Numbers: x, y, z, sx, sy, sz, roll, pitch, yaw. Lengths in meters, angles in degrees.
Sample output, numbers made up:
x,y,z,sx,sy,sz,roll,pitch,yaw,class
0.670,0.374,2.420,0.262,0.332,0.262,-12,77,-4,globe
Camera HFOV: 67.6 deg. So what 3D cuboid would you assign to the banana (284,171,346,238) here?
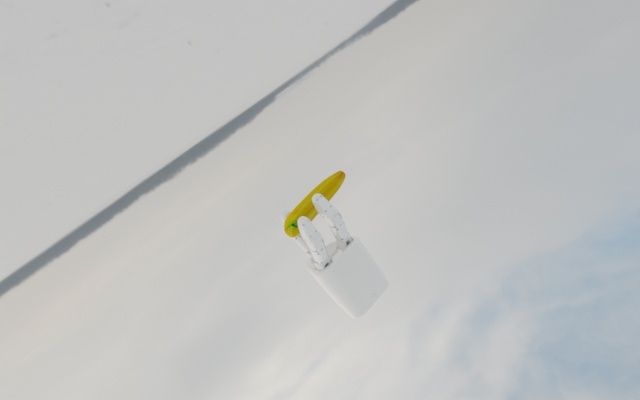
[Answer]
x,y,z,sx,sy,sz,roll,pitch,yaw,class
-0.014,0.012,0.828,0.070,0.037,0.197,-30,13,38,banana
